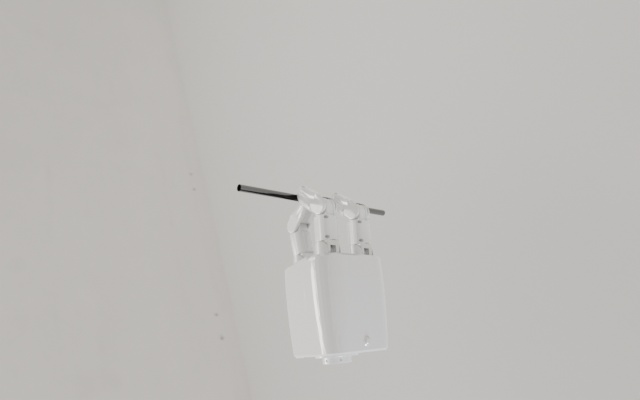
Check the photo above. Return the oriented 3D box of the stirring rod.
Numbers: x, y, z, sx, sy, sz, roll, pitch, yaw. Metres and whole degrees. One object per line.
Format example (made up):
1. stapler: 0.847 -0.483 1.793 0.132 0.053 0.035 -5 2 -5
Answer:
1. stirring rod: 0.000 0.002 0.597 0.239 0.011 0.011 10 -7 -42
